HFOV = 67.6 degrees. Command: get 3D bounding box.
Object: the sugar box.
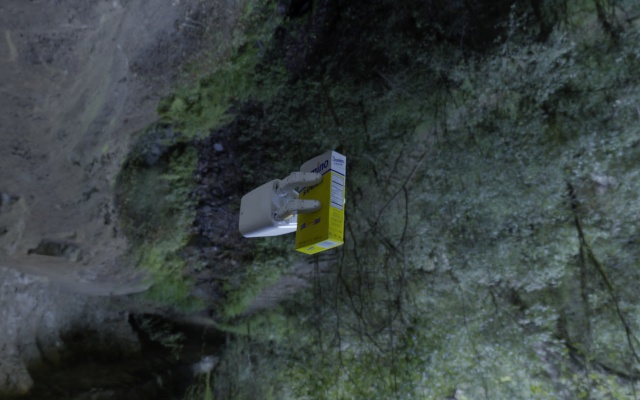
[{"bbox_3d":[0.000,0.003,0.884,0.048,0.176,0.093,19,-29,-38],"label":"sugar box"}]
